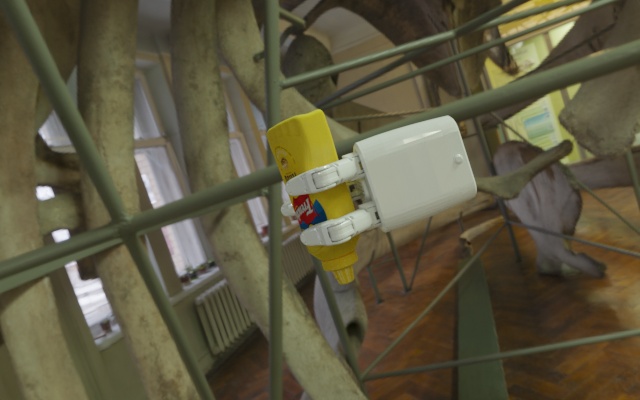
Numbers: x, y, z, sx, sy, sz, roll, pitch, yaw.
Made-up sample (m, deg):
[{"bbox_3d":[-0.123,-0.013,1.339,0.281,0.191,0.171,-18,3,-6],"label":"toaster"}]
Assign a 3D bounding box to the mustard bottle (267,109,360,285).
[{"bbox_3d":[0.000,0.002,0.534,0.058,0.191,0.096,-21,5,-27],"label":"mustard bottle"}]
